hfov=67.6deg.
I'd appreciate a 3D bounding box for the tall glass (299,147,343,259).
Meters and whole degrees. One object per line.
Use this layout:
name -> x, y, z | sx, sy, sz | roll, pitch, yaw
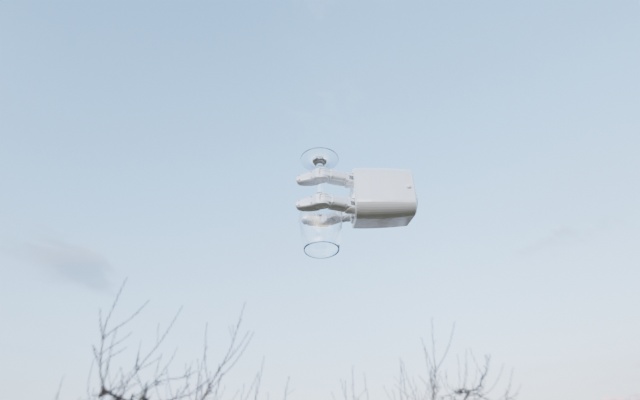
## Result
tall glass -> 0.000, 0.002, 0.870 | 0.079, 0.201, 0.079 | -1, -34, 0
